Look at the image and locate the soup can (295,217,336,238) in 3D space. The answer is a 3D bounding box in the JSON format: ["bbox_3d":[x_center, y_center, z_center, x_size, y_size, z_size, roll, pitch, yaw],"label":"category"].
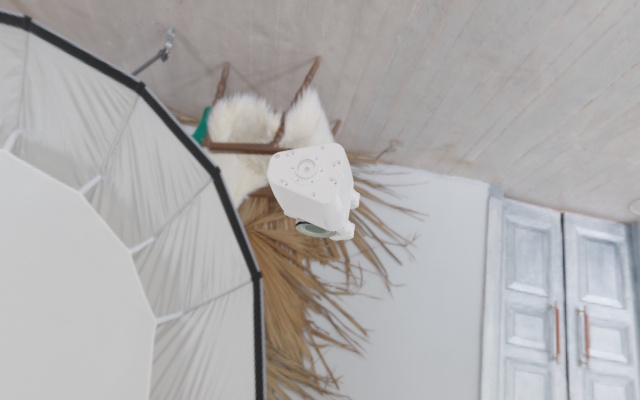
[{"bbox_3d":[0.000,0.003,0.785,0.068,0.102,0.068,9,-21,4],"label":"soup can"}]
